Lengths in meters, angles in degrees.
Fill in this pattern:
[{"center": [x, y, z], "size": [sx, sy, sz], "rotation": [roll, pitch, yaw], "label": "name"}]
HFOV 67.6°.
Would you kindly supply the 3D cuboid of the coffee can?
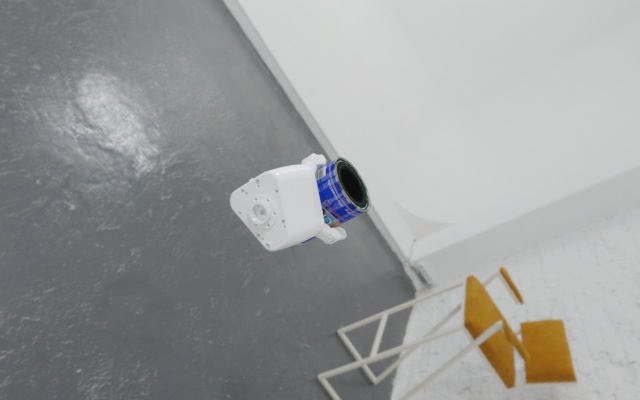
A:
[{"center": [0.000, 0.003, 0.826], "size": [0.140, 0.102, 0.103], "rotation": [-29, -14, 26], "label": "coffee can"}]
